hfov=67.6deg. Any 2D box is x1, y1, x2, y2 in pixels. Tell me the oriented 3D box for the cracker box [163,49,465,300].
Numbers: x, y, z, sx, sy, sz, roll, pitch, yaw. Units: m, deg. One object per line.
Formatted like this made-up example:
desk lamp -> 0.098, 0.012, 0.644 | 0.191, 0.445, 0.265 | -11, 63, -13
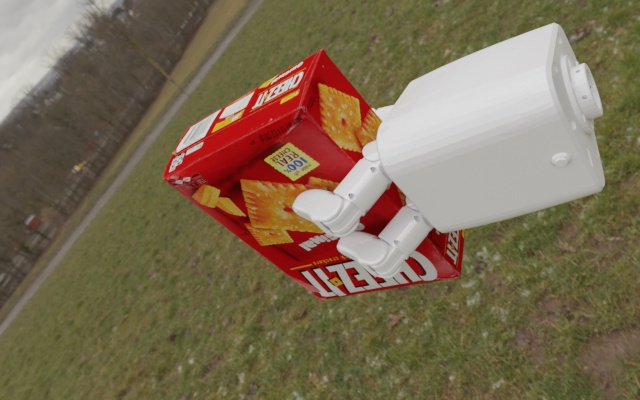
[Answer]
cracker box -> 0.000, 0.001, 0.410 | 0.164, 0.072, 0.214 | -18, -49, 38
